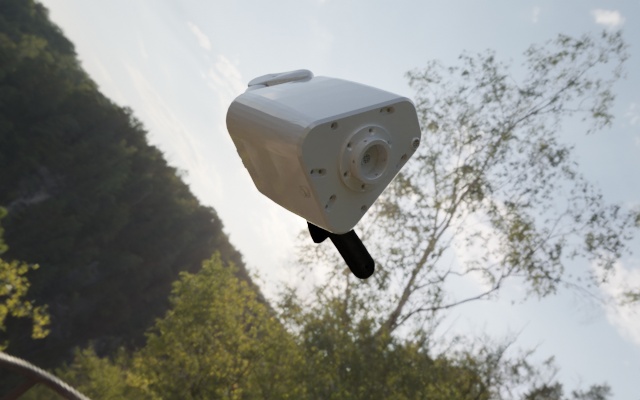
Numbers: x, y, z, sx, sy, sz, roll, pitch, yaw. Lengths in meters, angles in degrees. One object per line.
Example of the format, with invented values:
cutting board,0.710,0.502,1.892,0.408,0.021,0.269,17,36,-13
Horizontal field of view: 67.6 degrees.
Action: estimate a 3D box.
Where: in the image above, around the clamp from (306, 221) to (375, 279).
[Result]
clamp,0.000,0.001,0.478,0.039,0.172,0.120,-38,36,-18
